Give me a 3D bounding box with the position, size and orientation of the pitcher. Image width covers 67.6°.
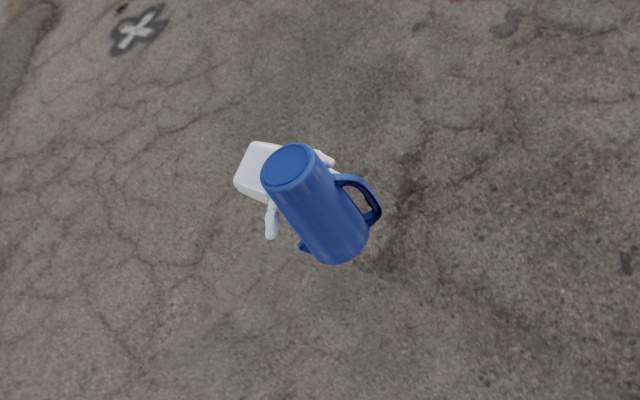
[{"bbox_3d":[0.000,0.003,0.888,0.145,0.149,0.243,19,-24,39],"label":"pitcher"}]
